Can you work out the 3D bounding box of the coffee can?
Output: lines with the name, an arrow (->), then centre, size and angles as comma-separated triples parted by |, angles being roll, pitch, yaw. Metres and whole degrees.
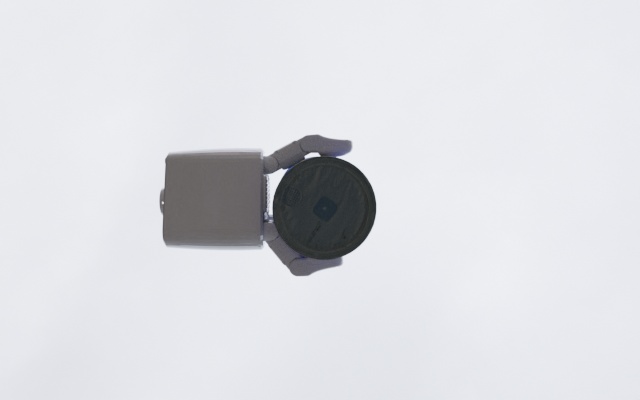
coffee can -> 0.000, 0.002, 0.534 | 0.103, 0.103, 0.140 | 0, 5, -3
